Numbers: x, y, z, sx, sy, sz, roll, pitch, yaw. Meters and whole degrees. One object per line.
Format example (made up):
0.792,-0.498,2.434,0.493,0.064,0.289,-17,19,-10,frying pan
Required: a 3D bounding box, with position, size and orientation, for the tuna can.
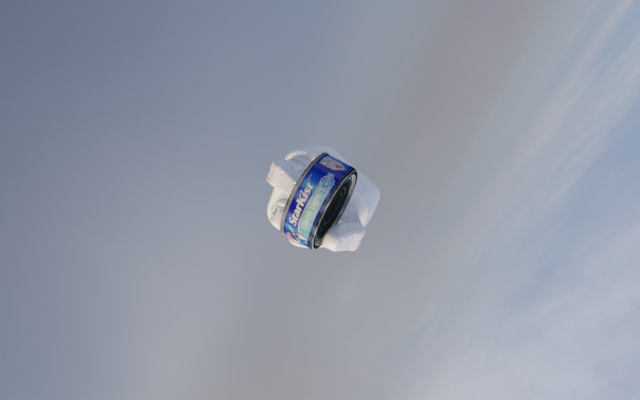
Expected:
0.001,0.002,0.438,0.034,0.086,0.086,28,7,13,tuna can
